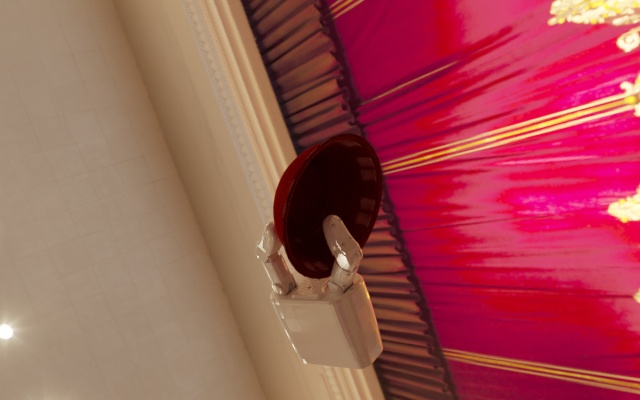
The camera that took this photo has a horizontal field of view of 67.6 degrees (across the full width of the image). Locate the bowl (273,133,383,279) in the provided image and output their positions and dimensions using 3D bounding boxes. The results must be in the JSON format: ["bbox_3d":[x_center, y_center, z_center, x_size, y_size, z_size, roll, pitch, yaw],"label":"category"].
[{"bbox_3d":[0.000,0.000,0.528,0.055,0.162,0.162,20,13,39],"label":"bowl"}]
